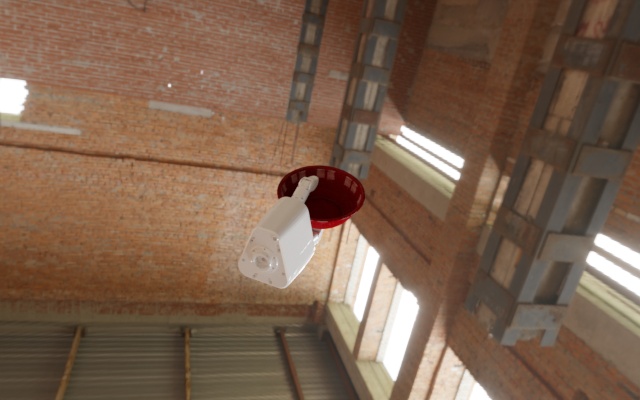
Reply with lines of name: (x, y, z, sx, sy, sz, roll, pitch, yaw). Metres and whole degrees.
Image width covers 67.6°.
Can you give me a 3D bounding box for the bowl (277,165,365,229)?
bowl: (0.001, 0.003, 0.889, 0.162, 0.055, 0.162, 2, 41, -2)
